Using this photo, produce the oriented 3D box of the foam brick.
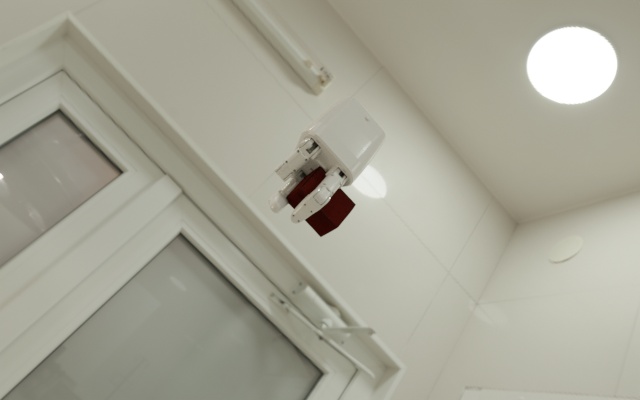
[{"bbox_3d":[0.000,0.003,0.676,0.051,0.078,0.053,-48,10,-34],"label":"foam brick"}]
